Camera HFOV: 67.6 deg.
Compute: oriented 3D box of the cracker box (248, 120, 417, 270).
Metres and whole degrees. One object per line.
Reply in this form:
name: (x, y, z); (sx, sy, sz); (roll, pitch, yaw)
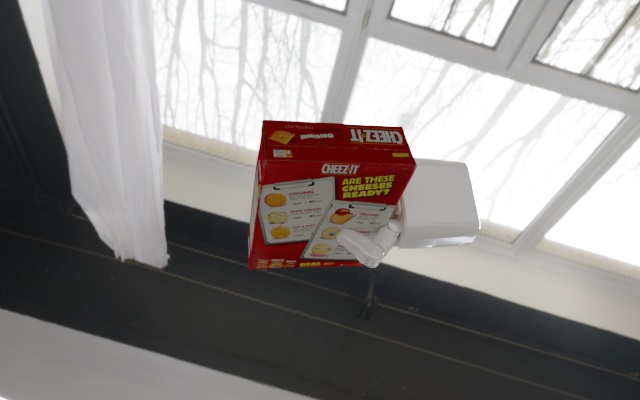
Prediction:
cracker box: (0.000, 0.002, 0.585); (0.164, 0.072, 0.214); (0, -38, -13)
